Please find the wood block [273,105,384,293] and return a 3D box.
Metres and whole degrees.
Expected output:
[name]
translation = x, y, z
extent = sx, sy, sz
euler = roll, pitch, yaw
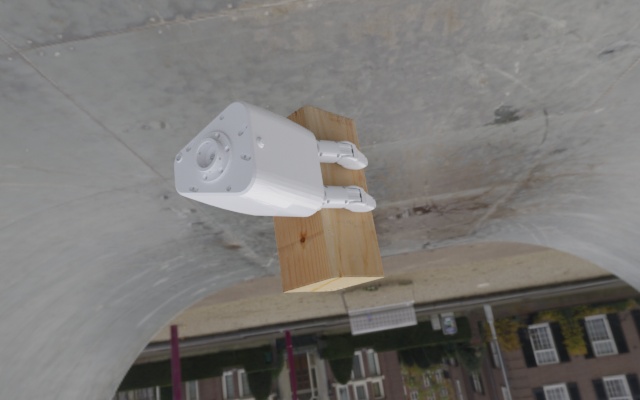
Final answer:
[wood block]
translation = 0.000, 0.002, 0.589
extent = 0.090, 0.206, 0.091
euler = 8, -24, -43
